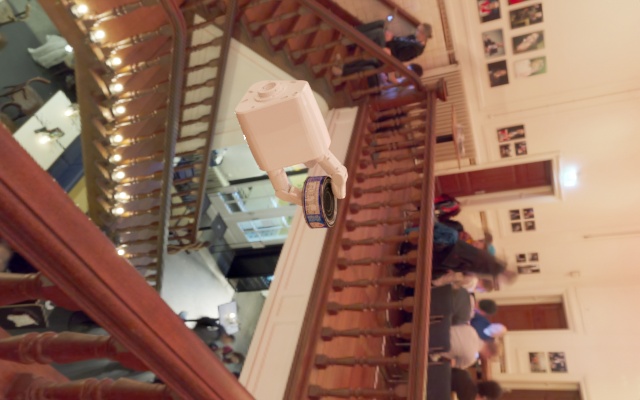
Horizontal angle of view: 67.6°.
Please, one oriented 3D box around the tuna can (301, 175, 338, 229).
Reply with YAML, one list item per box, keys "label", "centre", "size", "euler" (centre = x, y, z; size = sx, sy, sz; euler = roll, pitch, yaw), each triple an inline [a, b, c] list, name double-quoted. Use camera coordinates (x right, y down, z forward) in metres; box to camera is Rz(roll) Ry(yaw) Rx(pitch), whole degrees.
- label: "tuna can"
  centre: [0.001, 0.003, 0.769]
  size: [0.034, 0.086, 0.086]
  euler: [-3, -1, 19]
